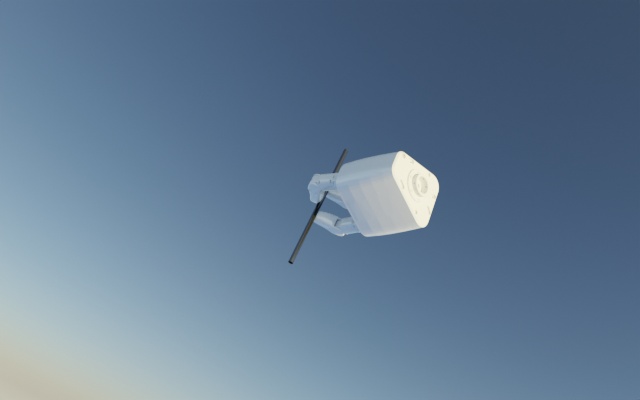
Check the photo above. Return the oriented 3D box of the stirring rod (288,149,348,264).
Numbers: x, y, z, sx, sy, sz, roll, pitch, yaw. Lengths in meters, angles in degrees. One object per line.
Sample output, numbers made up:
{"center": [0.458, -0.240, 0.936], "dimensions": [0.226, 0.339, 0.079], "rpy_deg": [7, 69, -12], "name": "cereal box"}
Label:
{"center": [0.000, 0.002, 0.785], "dimensions": [0.011, 0.239, 0.011], "rpy_deg": [19, -33, 12], "name": "stirring rod"}
